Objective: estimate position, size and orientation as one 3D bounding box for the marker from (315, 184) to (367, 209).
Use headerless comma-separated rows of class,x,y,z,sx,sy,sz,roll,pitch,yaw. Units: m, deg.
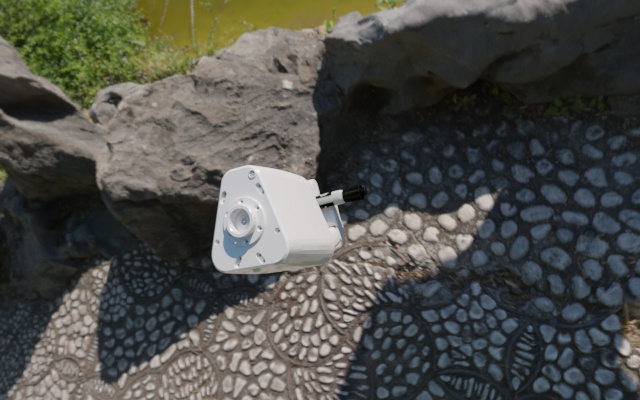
marker,0.000,0.002,0.591,0.121,0.020,0.020,-14,-5,23
